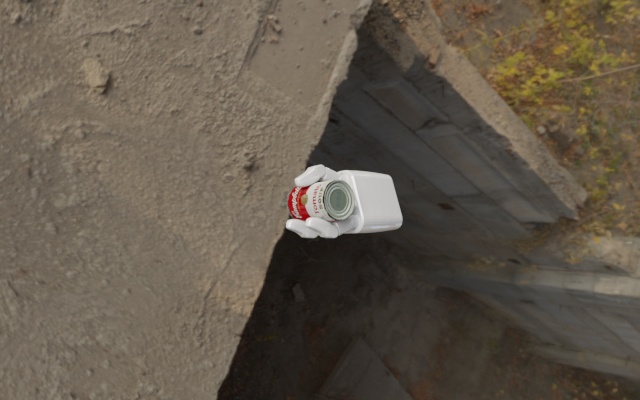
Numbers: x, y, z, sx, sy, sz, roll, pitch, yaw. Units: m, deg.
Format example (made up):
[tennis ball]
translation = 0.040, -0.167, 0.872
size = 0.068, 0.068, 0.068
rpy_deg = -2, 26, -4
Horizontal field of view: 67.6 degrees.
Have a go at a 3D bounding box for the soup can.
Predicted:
[soup can]
translation = 0.000, 0.002, 0.798
size = 0.068, 0.068, 0.102
rpy_deg = 0, -3, -38
